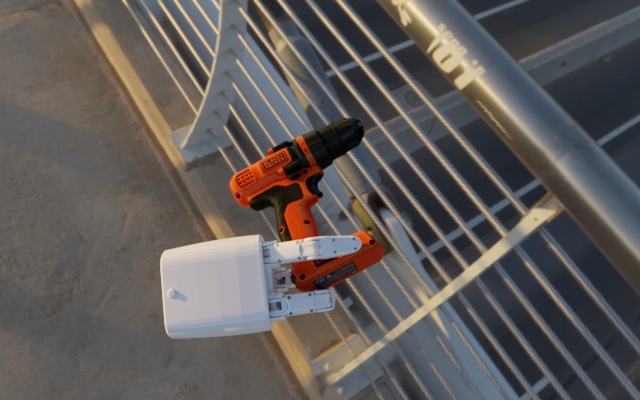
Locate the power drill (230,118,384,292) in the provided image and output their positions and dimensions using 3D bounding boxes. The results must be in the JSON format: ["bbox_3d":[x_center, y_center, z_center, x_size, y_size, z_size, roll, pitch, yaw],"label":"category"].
[{"bbox_3d":[0.000,0.002,0.570,0.184,0.187,0.057,-29,-30,2],"label":"power drill"}]
